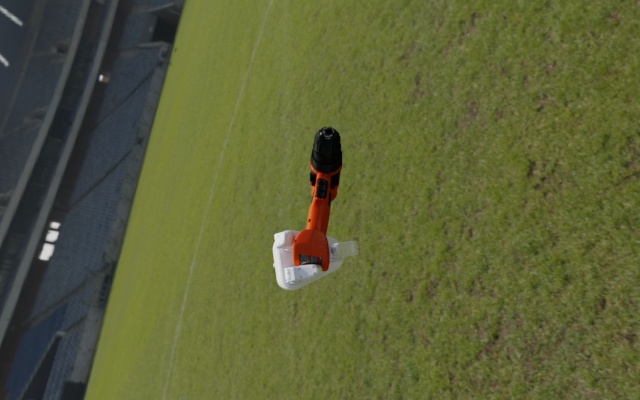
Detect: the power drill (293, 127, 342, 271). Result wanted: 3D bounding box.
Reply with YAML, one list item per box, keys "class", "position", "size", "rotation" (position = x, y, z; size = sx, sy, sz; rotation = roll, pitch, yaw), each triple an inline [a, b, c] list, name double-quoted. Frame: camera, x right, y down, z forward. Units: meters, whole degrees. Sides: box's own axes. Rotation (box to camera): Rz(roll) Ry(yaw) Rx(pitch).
- class: "power drill"
  position: [0.000, 0.003, 0.746]
  size: [0.057, 0.187, 0.184]
  rotation: [8, -30, 5]
